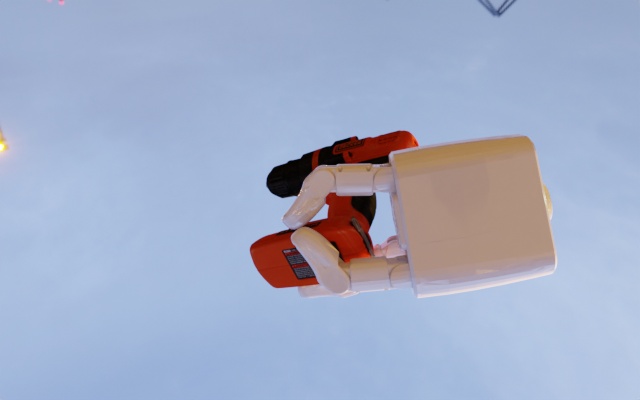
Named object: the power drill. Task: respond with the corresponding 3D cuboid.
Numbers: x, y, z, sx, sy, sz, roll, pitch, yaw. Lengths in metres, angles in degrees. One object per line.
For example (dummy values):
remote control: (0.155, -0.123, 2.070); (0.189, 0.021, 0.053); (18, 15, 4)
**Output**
power drill: (0.000, 0.002, 0.476); (0.184, 0.057, 0.187); (-14, 31, 28)
